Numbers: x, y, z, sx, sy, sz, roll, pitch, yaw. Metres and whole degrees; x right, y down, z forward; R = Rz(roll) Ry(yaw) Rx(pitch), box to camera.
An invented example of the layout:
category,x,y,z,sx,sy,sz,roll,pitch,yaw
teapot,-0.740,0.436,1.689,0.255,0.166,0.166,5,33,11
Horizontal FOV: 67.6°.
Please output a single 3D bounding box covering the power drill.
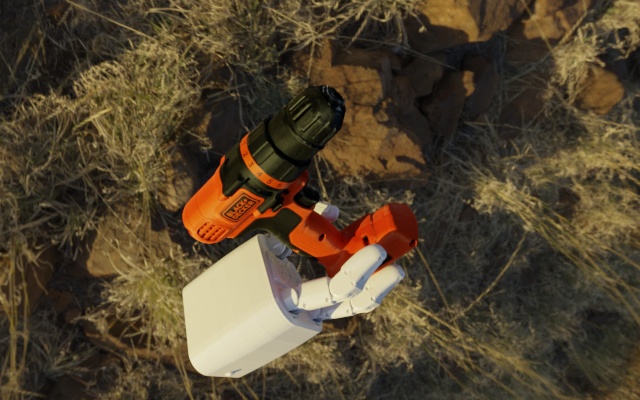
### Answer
category,x,y,z,sx,sy,sz,roll,pitch,yaw
power drill,0.000,0.002,0.424,0.188,0.057,0.184,30,-52,-31
